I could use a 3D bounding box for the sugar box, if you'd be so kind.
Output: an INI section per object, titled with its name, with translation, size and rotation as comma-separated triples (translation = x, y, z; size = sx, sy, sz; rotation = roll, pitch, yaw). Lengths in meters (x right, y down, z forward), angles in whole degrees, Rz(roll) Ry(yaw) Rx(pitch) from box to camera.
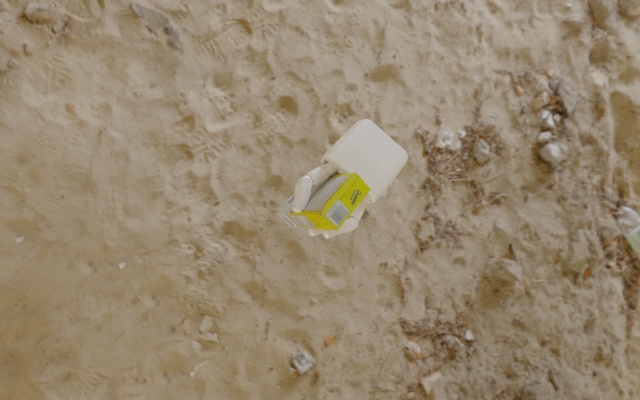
[sugar box]
translation = 0.001, 0.003, 0.811
size = 0.048, 0.093, 0.176
rotation = 47, -20, -16
